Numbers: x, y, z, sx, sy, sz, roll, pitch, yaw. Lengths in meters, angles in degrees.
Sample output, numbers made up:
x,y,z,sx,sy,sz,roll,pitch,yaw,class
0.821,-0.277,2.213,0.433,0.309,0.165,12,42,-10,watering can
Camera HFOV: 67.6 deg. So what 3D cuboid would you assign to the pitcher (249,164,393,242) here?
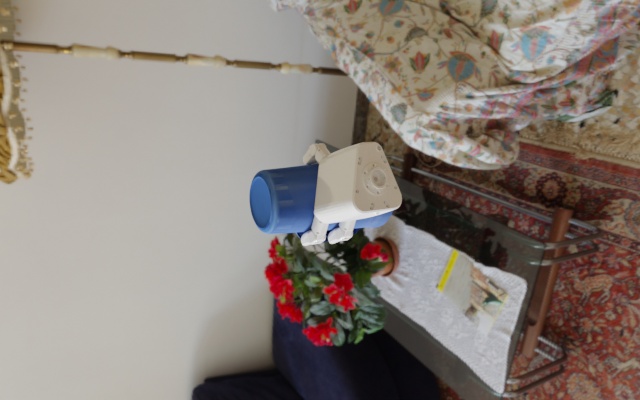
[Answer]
x,y,z,sx,sy,sz,roll,pitch,yaw,class
0.000,0.003,0.858,0.243,0.149,0.145,-5,-4,-31,pitcher
